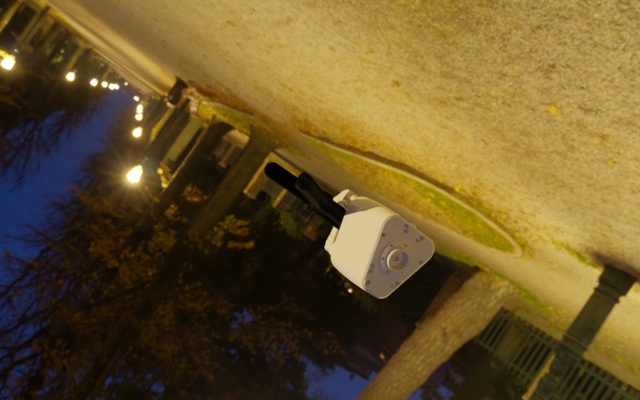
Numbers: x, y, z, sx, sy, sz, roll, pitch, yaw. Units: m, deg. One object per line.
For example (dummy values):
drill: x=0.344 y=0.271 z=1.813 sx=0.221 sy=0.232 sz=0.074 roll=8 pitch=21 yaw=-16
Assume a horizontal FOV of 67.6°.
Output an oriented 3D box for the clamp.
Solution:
clamp: x=0.000 y=0.003 z=0.702 sx=0.171 sy=0.039 sz=0.120 roll=36 pitch=-2 yaw=-23
